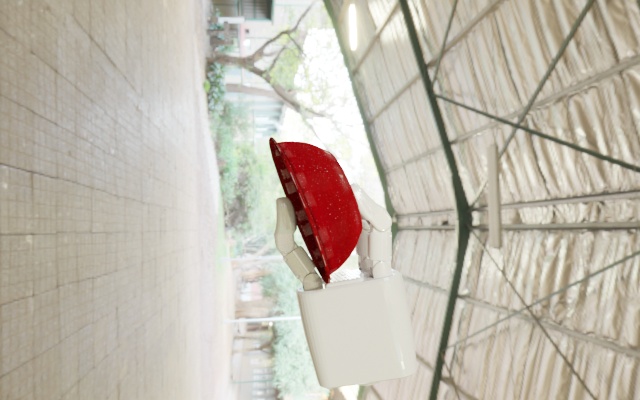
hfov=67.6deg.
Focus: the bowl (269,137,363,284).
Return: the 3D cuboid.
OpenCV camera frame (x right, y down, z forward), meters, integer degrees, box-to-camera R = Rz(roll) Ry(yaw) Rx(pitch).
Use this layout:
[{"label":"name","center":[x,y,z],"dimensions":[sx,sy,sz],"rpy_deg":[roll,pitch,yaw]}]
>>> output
[{"label":"bowl","center":[0.000,0.000,0.496],"dimensions":[0.055,0.162,0.162],"rpy_deg":[-22,3,-8]}]
